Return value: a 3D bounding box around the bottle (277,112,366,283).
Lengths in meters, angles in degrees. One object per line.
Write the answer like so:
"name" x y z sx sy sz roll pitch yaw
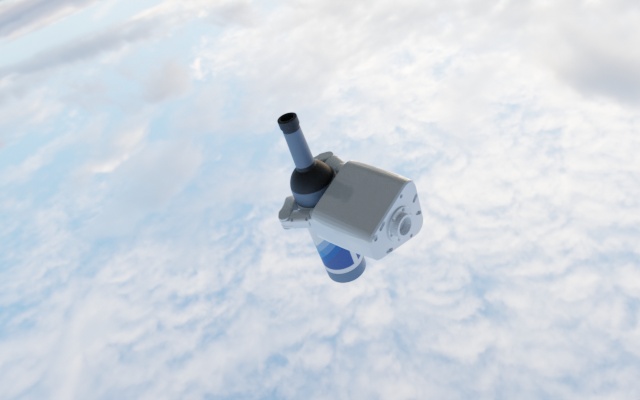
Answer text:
"bottle" 0.000 0.002 0.702 0.069 0.296 0.069 -13 38 11
